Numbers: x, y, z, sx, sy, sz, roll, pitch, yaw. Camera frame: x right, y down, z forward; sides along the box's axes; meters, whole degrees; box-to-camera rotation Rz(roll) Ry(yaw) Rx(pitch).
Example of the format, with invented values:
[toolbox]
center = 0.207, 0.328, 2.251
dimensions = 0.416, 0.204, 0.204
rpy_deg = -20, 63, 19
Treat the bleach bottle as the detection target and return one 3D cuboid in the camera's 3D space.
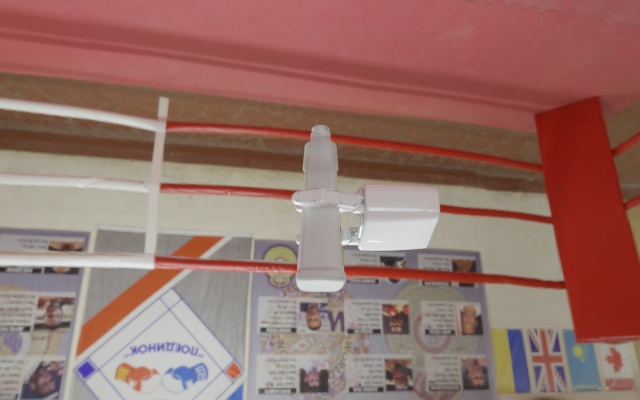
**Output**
[bleach bottle]
center = 0.000, 0.002, 0.706
dimensions = 0.068, 0.250, 0.103
rpy_deg = 0, -19, -1
